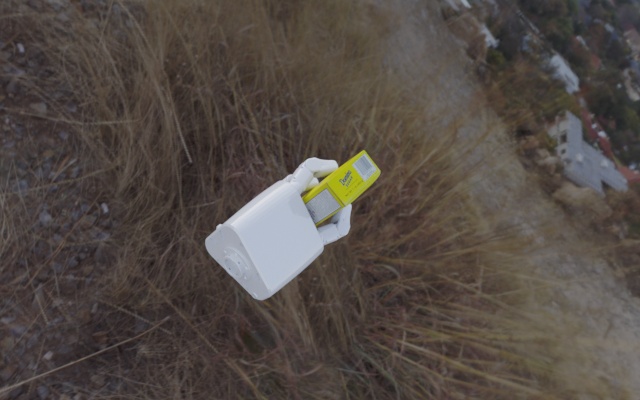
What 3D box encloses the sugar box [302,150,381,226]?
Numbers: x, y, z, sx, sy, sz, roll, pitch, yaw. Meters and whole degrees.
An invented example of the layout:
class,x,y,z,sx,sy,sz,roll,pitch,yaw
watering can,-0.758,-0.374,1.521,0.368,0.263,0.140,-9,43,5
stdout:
class,x,y,z,sx,sy,sz,roll,pitch,yaw
sugar box,0.000,0.002,0.679,0.093,0.048,0.176,-41,5,-40
